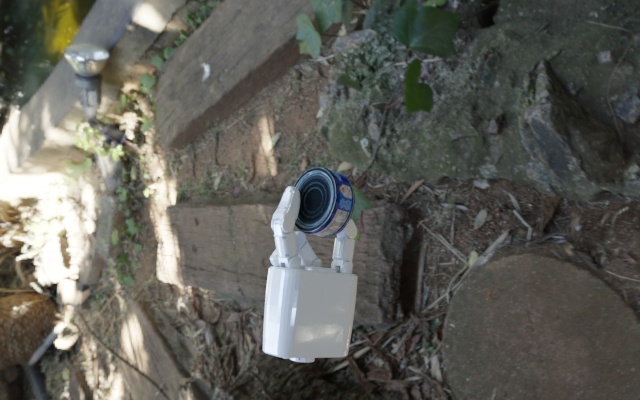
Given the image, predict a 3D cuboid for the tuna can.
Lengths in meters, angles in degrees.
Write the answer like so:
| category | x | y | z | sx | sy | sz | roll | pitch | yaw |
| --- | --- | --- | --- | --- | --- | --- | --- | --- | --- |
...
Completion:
| category | x | y | z | sx | sy | sz | roll | pitch | yaw |
| --- | --- | --- | --- | --- | --- | --- | --- | --- | --- |
| tuna can | 0.000 | 0.002 | 0.598 | 0.086 | 0.086 | 0.034 | 0 | -12 | 45 |
